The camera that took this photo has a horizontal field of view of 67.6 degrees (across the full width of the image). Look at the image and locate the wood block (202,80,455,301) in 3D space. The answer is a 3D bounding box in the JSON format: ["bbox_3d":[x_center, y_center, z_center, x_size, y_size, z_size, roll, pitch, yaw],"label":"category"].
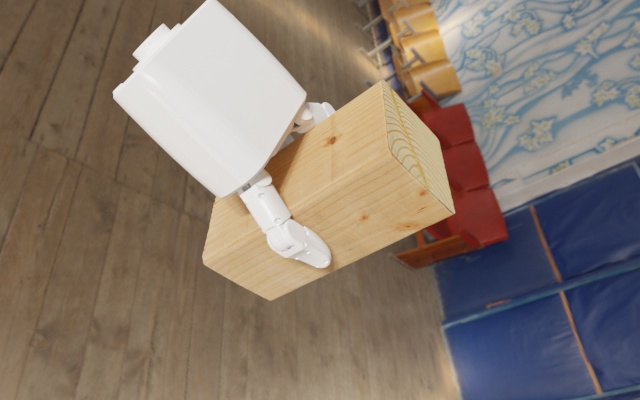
[{"bbox_3d":[0.000,0.001,0.427,0.206,0.090,0.090,-30,-51,30],"label":"wood block"}]
